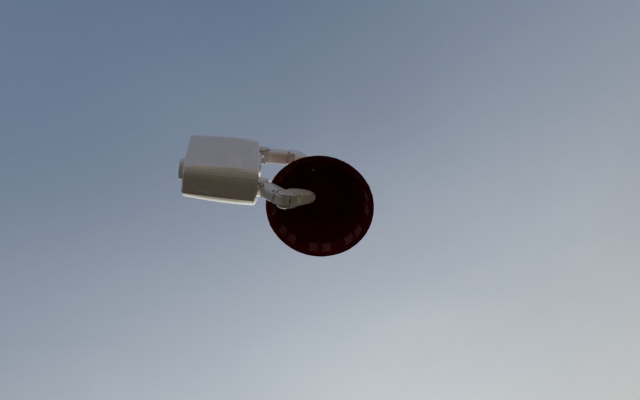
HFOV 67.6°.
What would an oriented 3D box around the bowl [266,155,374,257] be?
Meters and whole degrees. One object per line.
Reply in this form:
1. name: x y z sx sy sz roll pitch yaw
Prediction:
1. bowl: 0.001 0.003 0.730 0.162 0.162 0.055 0 21 4
